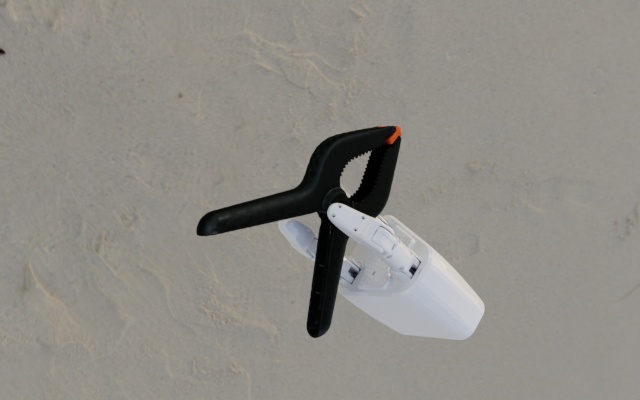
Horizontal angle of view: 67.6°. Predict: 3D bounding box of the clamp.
[{"bbox_3d":[0.001,0.001,0.436,0.165,0.210,0.036,41,-15,-31],"label":"clamp"}]
